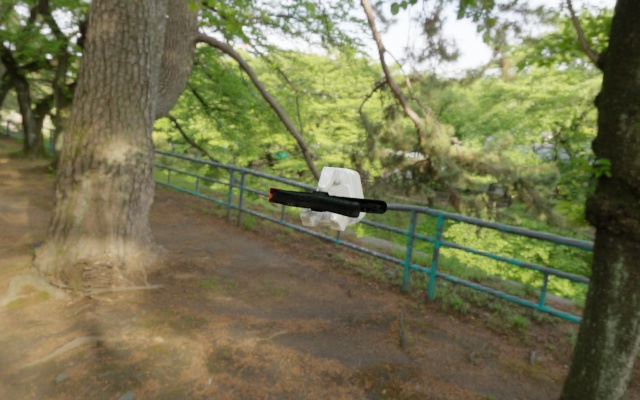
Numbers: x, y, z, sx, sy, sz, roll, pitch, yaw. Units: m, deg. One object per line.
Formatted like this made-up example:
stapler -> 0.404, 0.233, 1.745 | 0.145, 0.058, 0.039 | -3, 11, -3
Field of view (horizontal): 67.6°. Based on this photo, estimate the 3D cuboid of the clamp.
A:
clamp -> 0.000, 0.002, 0.826 | 0.210, 0.036, 0.164 | 7, 3, 16
